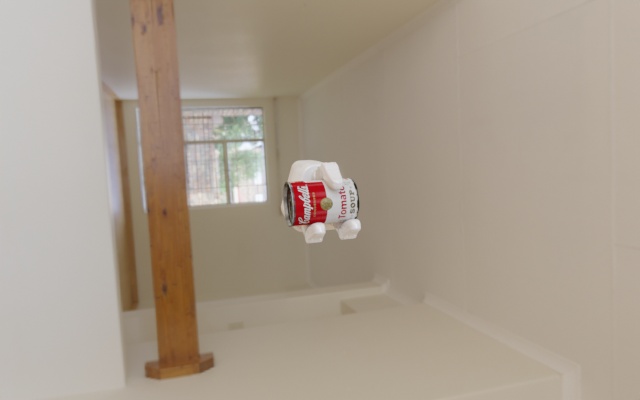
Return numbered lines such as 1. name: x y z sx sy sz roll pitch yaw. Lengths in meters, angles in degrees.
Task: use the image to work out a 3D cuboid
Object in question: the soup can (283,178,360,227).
1. soup can: 0.001 0.002 0.721 0.102 0.068 0.068 -4 1 -16
